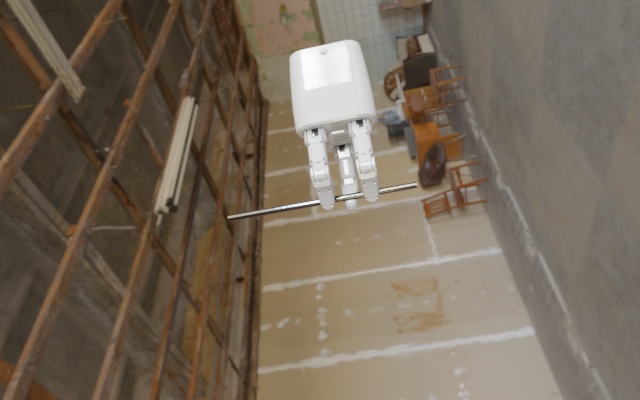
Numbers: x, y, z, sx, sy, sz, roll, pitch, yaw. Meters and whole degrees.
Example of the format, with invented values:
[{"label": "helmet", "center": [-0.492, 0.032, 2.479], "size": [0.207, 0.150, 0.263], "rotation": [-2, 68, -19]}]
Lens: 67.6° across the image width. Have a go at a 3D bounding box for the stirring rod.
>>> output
[{"label": "stirring rod", "center": [0.000, 0.002, 0.598], "size": [0.239, 0.011, 0.011], "rotation": [-10, -1, 7]}]
